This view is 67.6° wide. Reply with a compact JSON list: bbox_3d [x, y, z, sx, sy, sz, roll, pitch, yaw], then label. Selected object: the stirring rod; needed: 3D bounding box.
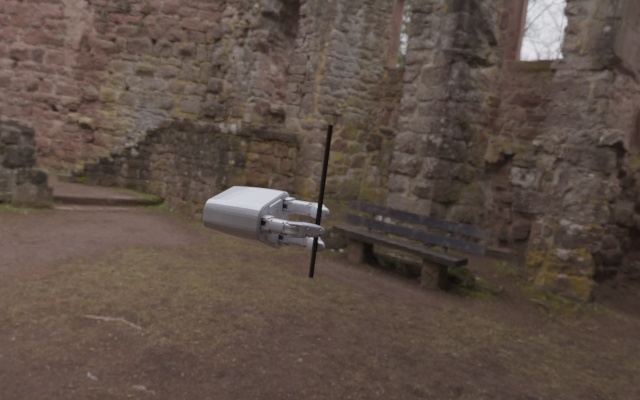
[{"bbox_3d":[0.000,0.003,0.746,0.011,0.239,0.011,7,4,-1],"label":"stirring rod"}]
